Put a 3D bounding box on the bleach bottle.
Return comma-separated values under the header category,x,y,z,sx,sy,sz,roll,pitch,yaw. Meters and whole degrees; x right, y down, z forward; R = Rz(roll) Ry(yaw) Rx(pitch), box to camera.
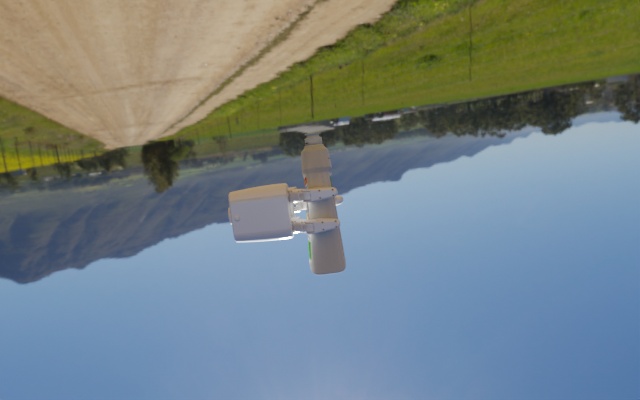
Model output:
category,x,y,z,sx,sy,sz,roll,pitch,yaw
bleach bottle,0.000,0.003,0.877,0.068,0.251,0.102,-7,7,-2
